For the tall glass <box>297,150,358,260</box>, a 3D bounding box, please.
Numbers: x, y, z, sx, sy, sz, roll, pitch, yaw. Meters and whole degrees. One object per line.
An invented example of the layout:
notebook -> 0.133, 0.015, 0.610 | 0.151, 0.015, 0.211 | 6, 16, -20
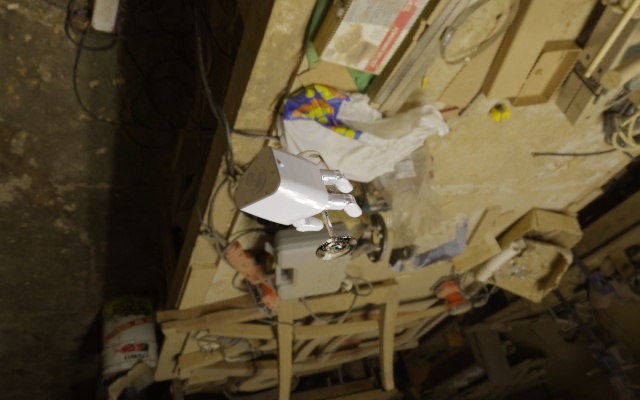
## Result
tall glass -> 0.000, 0.003, 0.863 | 0.079, 0.201, 0.079 | -13, -34, -9
